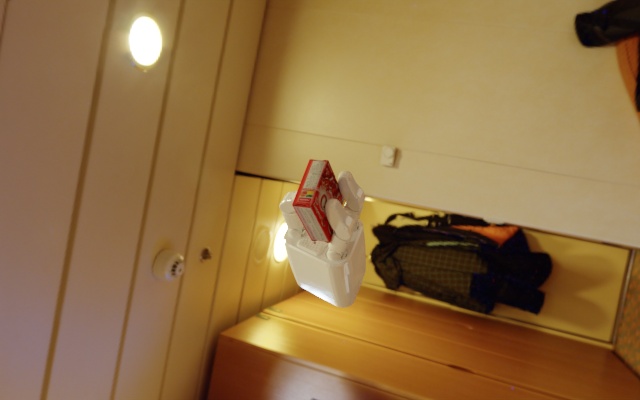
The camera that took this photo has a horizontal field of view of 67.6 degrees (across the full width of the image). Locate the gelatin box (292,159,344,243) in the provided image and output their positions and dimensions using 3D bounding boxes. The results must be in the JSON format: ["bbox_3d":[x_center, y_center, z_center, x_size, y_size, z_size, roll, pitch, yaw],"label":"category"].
[{"bbox_3d":[0.000,0.002,0.620,0.030,0.073,0.089,5,-33,23],"label":"gelatin box"}]
